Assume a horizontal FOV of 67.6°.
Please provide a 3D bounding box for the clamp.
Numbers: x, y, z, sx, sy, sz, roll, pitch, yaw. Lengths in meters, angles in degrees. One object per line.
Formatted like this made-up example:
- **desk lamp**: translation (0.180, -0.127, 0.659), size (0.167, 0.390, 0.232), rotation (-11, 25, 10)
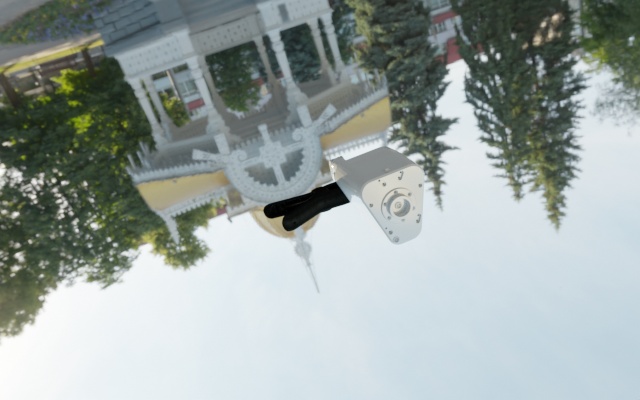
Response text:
- **clamp**: translation (0.000, 0.003, 0.731), size (0.171, 0.039, 0.120), rotation (-22, 21, -8)
